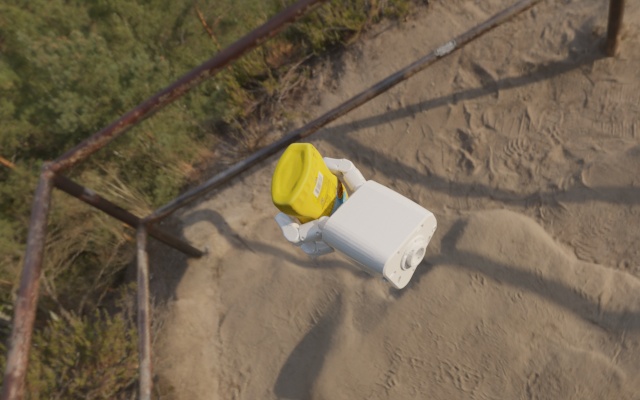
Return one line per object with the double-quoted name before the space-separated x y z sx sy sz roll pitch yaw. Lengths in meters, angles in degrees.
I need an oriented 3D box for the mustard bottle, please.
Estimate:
"mustard bottle" 0.000 0.002 0.703 0.058 0.096 0.192 2 -24 28
